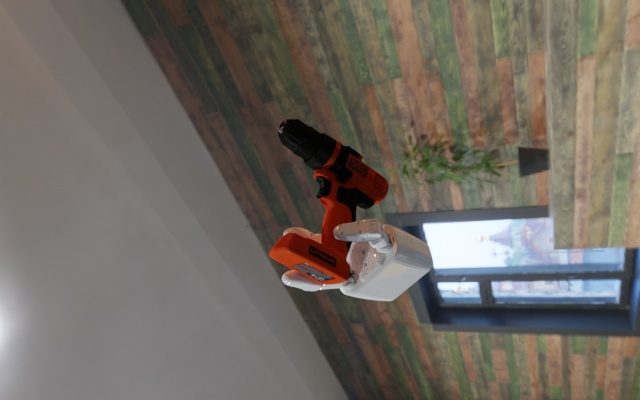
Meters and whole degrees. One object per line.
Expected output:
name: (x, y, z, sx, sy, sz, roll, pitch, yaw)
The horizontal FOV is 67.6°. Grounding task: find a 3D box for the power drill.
power drill: (0.000, 0.003, 0.633, 0.184, 0.187, 0.057, 31, -29, -22)
